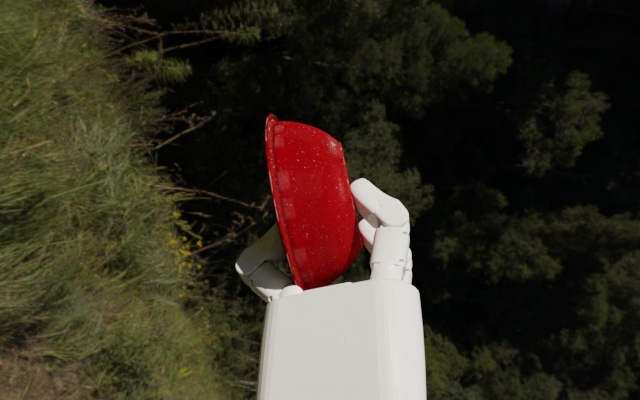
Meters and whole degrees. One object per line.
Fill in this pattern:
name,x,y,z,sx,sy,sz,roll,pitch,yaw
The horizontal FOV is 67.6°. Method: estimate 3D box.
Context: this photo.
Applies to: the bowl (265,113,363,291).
bowl,0.000,0.000,0.406,0.055,0.162,0.162,-12,-1,4
